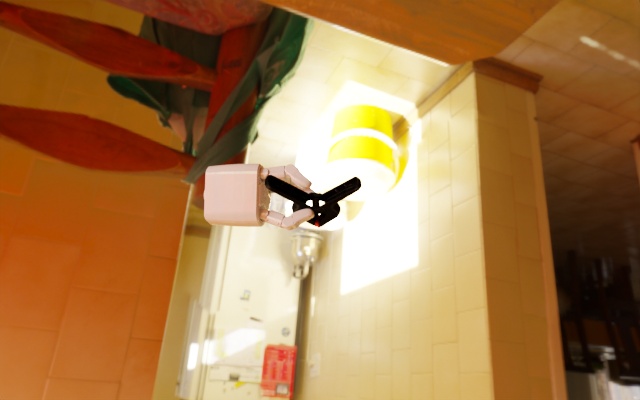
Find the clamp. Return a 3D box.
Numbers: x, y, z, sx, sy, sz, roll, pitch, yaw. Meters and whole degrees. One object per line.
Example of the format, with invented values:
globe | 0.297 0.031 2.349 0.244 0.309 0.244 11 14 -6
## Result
clamp | 0.000 0.004 0.886 0.164 0.036 0.210 -1 -23 9
